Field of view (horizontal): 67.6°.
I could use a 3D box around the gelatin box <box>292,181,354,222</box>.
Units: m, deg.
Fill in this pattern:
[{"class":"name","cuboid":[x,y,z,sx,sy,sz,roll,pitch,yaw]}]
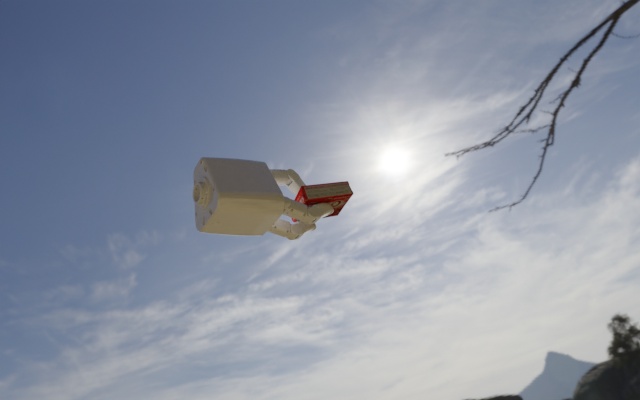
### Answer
[{"class":"gelatin box","cuboid":[0.000,0.002,0.796,0.089,0.030,0.073,-8,-28,-27]}]
